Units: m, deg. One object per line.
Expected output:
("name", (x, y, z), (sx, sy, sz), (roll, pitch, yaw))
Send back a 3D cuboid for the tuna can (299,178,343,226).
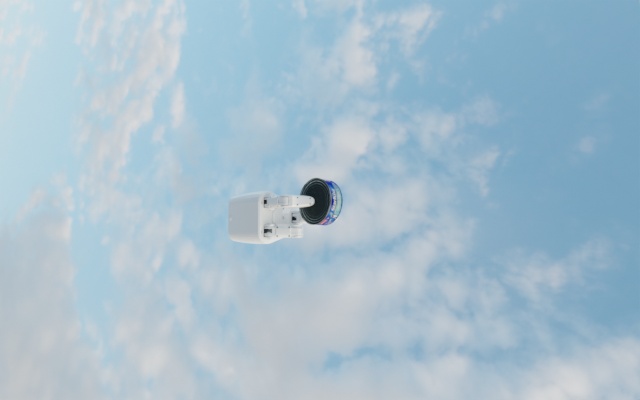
("tuna can", (0.001, 0.003, 0.872), (0.034, 0.086, 0.086), (7, -5, -43))
